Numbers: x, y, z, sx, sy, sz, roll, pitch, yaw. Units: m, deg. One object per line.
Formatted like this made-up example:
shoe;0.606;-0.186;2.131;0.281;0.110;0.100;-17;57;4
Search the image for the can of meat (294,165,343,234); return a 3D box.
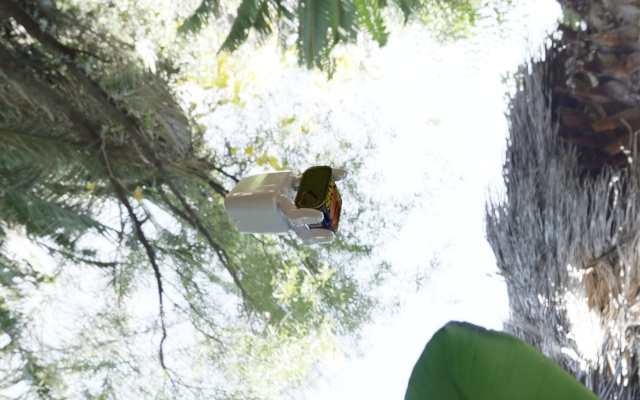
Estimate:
can of meat;0.000;0.003;0.846;0.057;0.102;0.084;-5;-44;20
